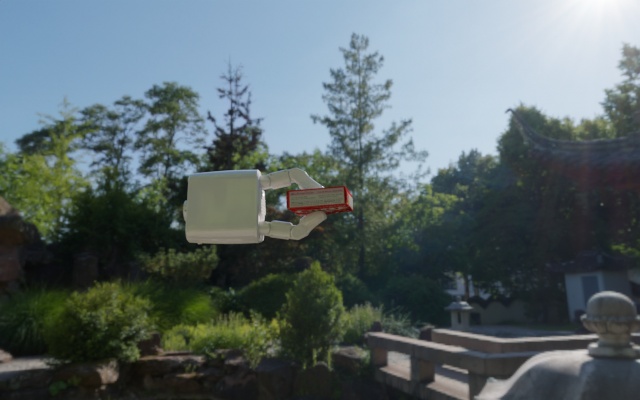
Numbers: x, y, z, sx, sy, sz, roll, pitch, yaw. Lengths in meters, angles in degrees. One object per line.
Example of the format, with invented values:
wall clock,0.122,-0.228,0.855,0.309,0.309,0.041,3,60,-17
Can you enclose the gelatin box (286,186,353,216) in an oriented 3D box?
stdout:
gelatin box,0.000,0.002,0.713,0.089,0.030,0.073,-5,-11,10
